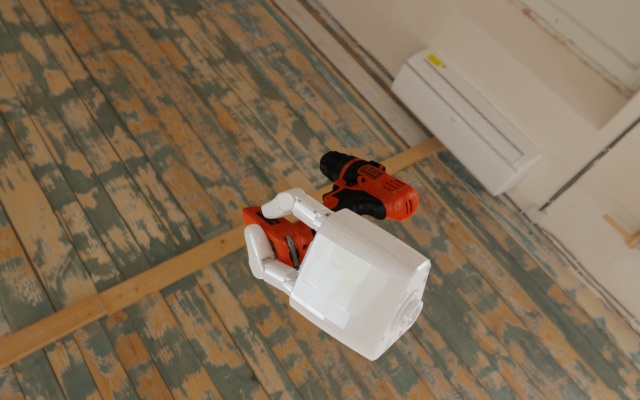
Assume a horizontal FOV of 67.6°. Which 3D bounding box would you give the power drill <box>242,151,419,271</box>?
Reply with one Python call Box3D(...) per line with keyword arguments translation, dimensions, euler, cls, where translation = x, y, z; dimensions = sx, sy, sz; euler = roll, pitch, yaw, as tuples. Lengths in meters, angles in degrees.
Box3D(translation=(0.000, 0.002, 0.604), dimensions=(0.187, 0.057, 0.184), euler=(-29, 33, -21), cls="power drill")
